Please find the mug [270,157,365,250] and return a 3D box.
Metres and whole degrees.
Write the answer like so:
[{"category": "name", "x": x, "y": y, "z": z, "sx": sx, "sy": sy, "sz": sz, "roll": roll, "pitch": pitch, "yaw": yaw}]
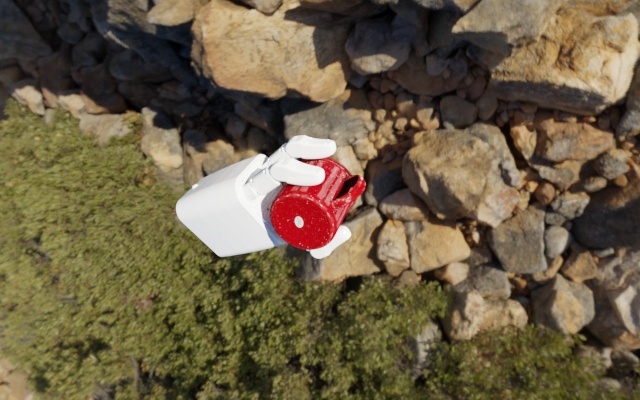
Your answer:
[{"category": "mug", "x": 0.001, "y": 0.002, "z": 0.565, "sx": 0.117, "sy": 0.093, "sz": 0.081, "roll": -17, "pitch": 25, "yaw": 29}]
